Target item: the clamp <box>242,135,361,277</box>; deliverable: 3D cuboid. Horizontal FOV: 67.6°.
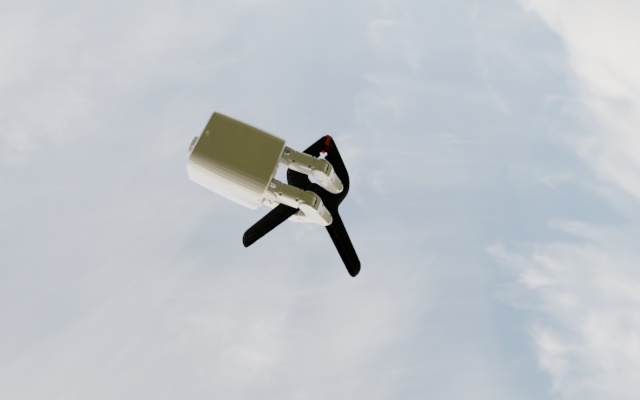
[{"bbox_3d":[0.000,0.002,0.680,0.164,0.210,0.036,23,-29,-7],"label":"clamp"}]
